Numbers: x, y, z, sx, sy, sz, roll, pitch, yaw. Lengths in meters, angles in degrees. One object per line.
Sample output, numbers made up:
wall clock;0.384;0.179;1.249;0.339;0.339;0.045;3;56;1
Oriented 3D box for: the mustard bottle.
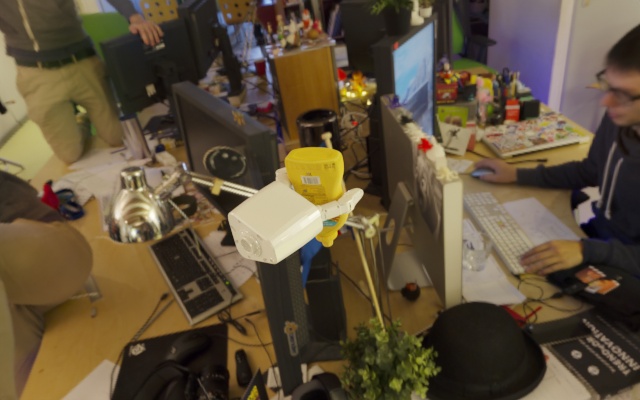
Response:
mustard bottle;0.000;0.002;0.840;0.096;0.192;0.058;3;34;19
